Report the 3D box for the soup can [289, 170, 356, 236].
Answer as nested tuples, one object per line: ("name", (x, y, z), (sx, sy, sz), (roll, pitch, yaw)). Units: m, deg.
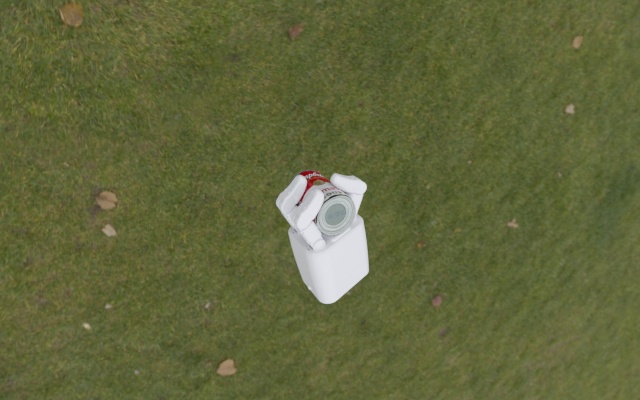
("soup can", (0.000, 0.002, 0.729), (0.068, 0.068, 0.102), (0, 24, -30))
